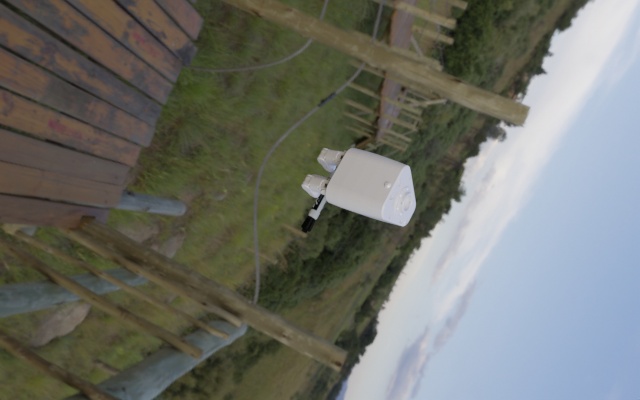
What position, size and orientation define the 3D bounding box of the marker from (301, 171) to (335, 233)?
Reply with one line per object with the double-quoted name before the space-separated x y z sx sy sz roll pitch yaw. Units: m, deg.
"marker" 0.000 0.003 0.837 0.020 0.121 0.020 28 -13 7
